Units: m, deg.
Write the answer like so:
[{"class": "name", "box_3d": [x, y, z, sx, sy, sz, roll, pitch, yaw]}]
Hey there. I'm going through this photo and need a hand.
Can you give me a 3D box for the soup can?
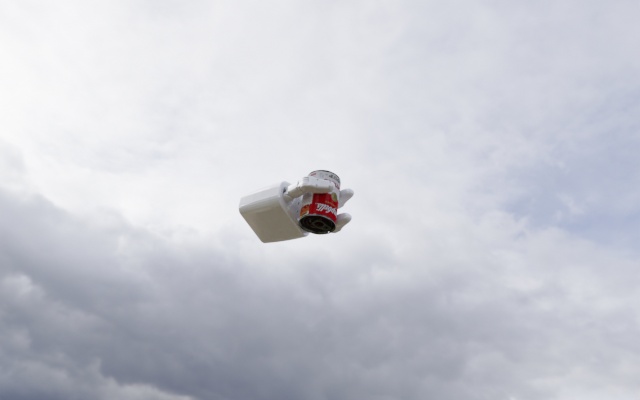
[{"class": "soup can", "box_3d": [0.001, 0.002, 0.882, 0.068, 0.102, 0.069, 6, -33, 4]}]
